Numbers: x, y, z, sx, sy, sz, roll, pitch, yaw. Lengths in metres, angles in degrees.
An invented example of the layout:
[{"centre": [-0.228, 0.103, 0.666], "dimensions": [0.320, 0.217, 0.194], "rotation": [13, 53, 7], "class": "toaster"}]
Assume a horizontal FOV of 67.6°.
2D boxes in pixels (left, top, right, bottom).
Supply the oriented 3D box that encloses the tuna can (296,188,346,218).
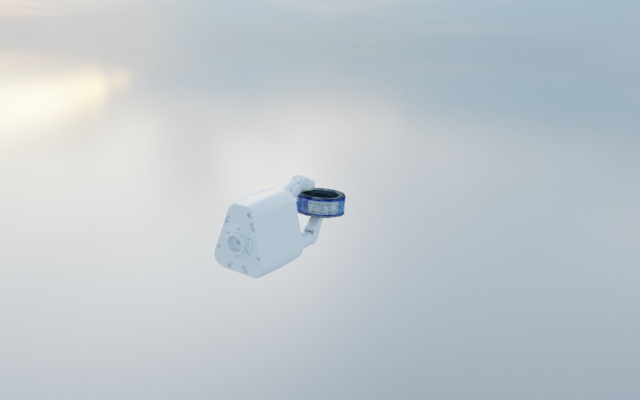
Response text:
[{"centre": [0.000, 0.002, 0.817], "dimensions": [0.086, 0.034, 0.086], "rotation": [4, 13, -1], "class": "tuna can"}]
